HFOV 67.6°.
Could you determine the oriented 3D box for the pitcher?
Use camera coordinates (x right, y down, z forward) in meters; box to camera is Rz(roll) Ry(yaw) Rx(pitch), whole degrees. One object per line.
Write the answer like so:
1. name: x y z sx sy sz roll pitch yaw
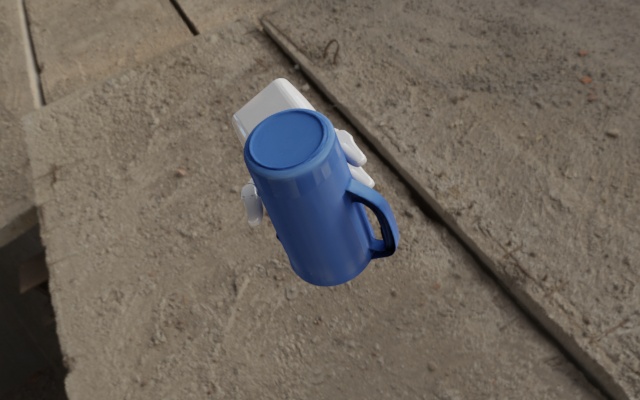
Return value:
1. pitcher: 0.000 0.002 0.619 0.149 0.145 0.243 -29 -38 -6
